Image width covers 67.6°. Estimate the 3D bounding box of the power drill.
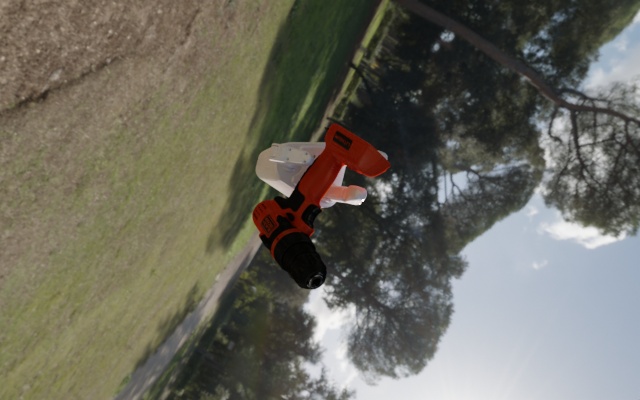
[{"bbox_3d":[0.000,0.002,0.609,0.057,0.187,0.184,39,4,-38],"label":"power drill"}]
